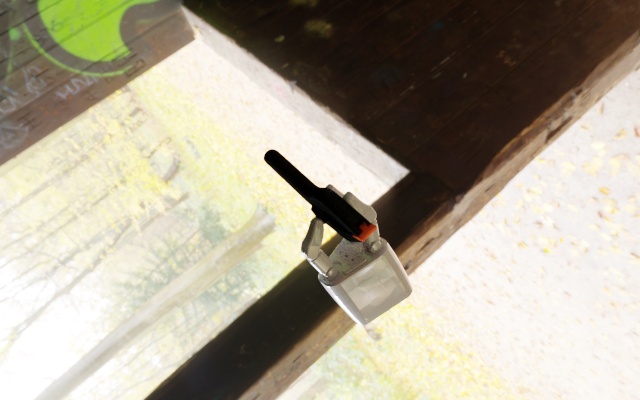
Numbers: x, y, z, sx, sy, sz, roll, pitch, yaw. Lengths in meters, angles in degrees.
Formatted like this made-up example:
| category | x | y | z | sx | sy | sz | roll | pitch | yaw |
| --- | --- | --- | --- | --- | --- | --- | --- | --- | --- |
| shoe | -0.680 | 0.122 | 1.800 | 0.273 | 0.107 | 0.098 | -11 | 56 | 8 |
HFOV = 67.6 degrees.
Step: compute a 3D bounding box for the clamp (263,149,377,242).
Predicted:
| category | x | y | z | sx | sy | sz | roll | pitch | yaw |
| --- | --- | --- | --- | --- | --- | --- | --- | --- | --- |
| clamp | 0.000 | 0.003 | 0.685 | 0.165 | 0.036 | 0.210 | 52 | -13 | -29 |
